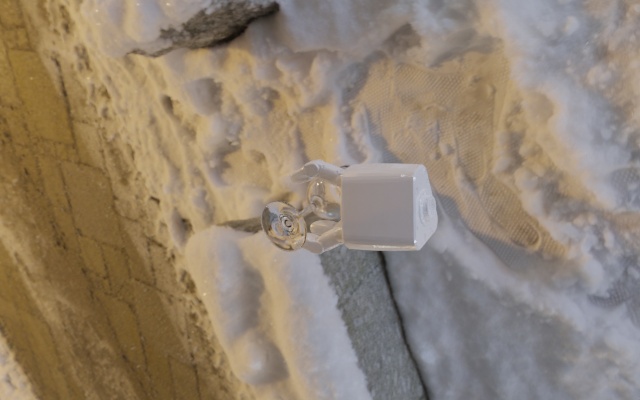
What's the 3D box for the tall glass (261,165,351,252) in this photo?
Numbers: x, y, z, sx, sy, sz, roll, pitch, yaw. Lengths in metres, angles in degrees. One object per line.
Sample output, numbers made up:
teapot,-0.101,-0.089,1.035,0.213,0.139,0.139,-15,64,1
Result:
tall glass,0.000,0.003,0.722,0.079,0.079,0.201,0,19,32
